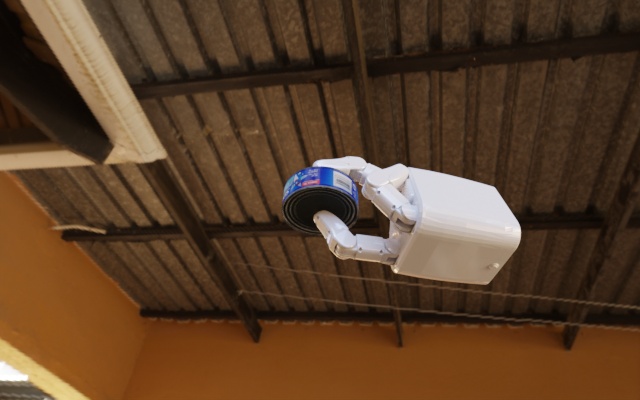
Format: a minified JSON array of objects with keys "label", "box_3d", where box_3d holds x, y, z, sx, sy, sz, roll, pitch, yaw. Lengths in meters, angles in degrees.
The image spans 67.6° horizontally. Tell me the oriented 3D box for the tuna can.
[{"label":"tuna can","box_3d":[0.000,0.001,0.537,0.086,0.033,0.086,1,-41,1]}]
